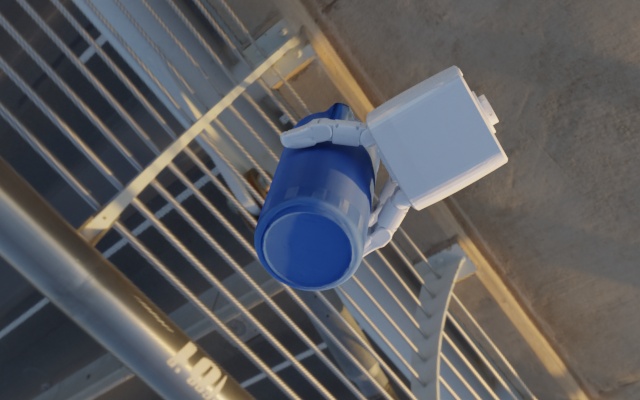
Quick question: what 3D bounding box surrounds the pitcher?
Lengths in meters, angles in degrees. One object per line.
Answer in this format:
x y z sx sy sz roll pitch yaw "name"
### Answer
0.000 0.002 0.565 0.145 0.149 0.242 -27 21 20 "pitcher"
